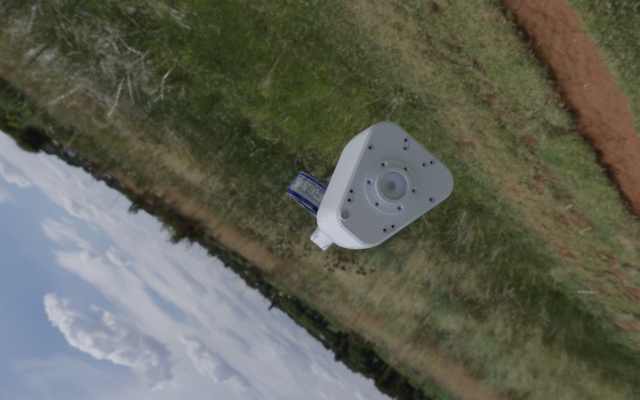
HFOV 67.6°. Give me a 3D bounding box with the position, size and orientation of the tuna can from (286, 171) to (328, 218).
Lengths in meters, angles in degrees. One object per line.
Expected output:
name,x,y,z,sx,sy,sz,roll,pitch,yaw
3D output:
tuna can,0.000,0.002,0.593,0.086,0.034,0.086,37,-5,4
